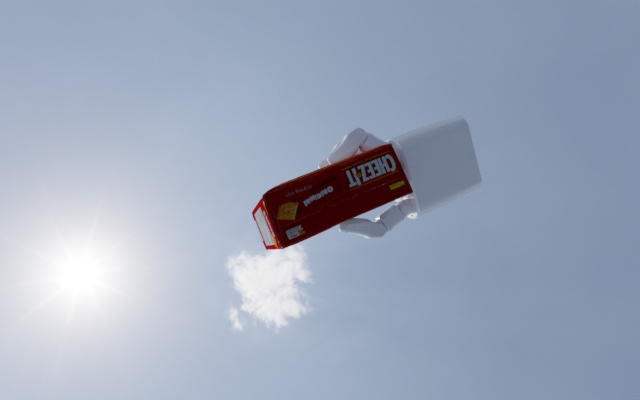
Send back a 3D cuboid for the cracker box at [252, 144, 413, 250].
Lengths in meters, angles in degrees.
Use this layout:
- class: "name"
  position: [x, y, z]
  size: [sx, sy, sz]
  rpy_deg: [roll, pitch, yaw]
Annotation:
- class: "cracker box"
  position: [0.000, 0.002, 0.624]
  size: [0.164, 0.072, 0.214]
  rpy_deg: [-23, -2, -13]
